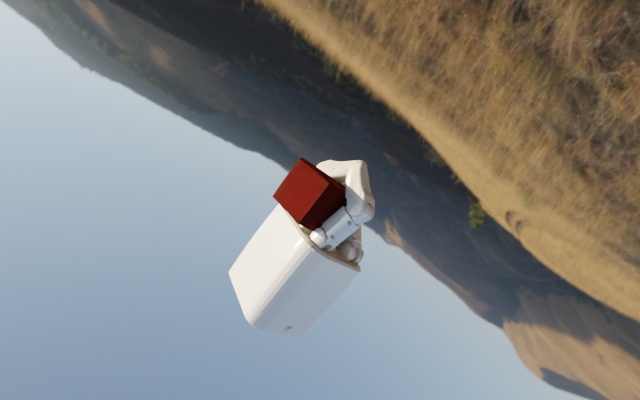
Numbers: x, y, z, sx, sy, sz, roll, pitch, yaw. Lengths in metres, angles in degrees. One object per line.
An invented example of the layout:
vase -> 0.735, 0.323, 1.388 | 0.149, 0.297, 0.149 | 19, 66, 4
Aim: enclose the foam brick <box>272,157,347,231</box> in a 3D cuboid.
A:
foam brick -> 0.000, 0.001, 0.496 | 0.078, 0.051, 0.053 | 31, 11, -50
